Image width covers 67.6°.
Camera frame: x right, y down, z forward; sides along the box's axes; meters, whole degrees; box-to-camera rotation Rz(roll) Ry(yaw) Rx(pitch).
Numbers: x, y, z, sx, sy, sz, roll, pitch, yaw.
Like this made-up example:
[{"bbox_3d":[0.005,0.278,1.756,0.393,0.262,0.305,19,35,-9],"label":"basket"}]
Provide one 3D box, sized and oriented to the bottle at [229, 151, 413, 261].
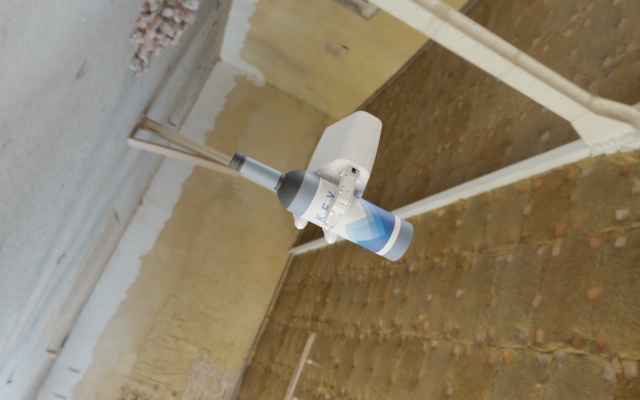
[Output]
[{"bbox_3d":[0.000,0.003,0.729,0.296,0.069,0.069,26,-6,-12],"label":"bottle"}]
